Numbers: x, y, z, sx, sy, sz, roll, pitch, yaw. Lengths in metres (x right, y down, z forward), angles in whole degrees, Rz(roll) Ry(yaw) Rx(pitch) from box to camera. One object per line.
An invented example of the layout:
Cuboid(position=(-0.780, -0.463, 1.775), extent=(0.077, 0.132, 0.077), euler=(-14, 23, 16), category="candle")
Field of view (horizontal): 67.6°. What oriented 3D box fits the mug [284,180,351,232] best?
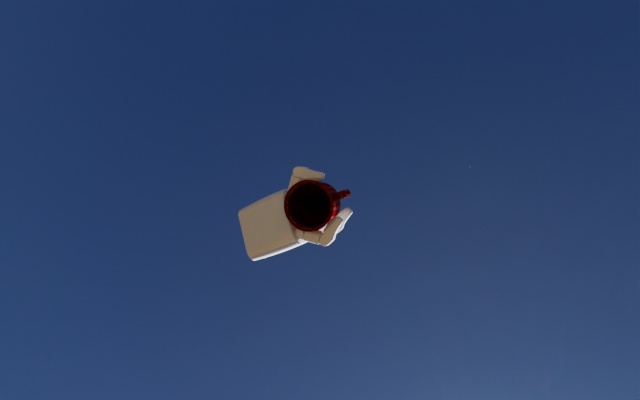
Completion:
Cuboid(position=(0.001, 0.002, 0.879), extent=(0.117, 0.093, 0.081), euler=(-22, -3, 17), category="mug")
